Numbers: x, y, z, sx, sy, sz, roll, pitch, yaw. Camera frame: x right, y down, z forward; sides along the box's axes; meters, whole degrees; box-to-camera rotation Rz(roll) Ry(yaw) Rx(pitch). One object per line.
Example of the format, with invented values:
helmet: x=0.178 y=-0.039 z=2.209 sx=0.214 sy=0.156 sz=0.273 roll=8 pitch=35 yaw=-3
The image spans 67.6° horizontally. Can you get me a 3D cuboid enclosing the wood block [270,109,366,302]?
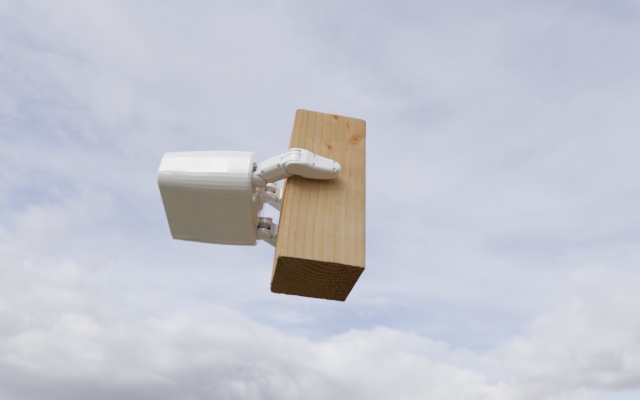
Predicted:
wood block: x=0.000 y=0.002 z=0.563 sx=0.090 sy=0.206 sz=0.091 roll=9 pitch=-35 yaw=-7
